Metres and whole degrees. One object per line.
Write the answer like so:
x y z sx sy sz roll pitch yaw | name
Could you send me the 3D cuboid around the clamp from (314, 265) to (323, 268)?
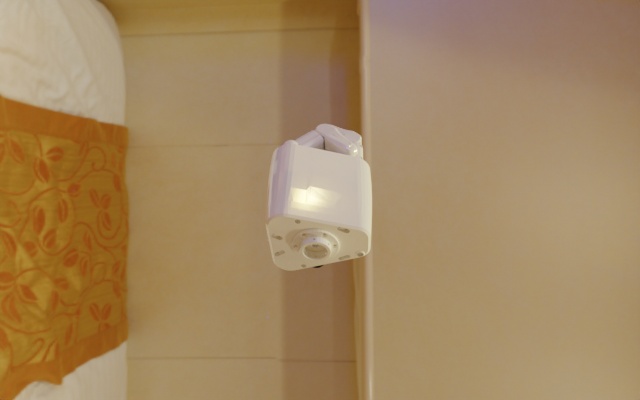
0.001 0.002 0.626 0.039 0.120 0.172 -1 -45 3 | clamp
